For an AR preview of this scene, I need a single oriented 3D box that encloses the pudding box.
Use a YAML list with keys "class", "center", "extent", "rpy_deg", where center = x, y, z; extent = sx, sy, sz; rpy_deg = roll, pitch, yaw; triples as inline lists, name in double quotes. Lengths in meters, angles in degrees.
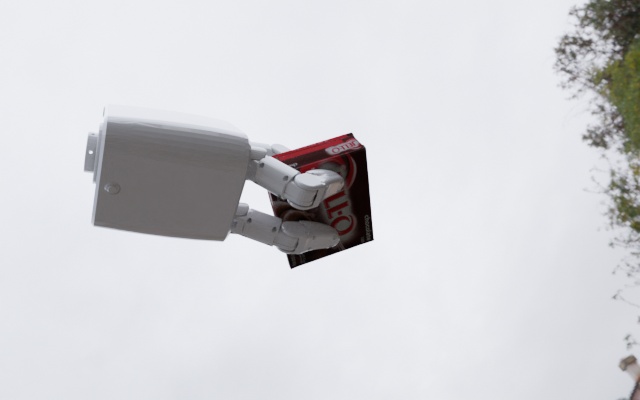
- class: "pudding box"
  center: [0.000, 0.001, 0.447]
  extent: [0.090, 0.114, 0.039]
  rpy_deg: [-17, 40, -10]
